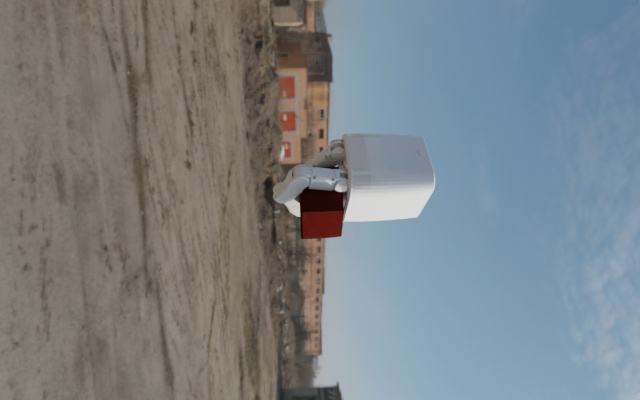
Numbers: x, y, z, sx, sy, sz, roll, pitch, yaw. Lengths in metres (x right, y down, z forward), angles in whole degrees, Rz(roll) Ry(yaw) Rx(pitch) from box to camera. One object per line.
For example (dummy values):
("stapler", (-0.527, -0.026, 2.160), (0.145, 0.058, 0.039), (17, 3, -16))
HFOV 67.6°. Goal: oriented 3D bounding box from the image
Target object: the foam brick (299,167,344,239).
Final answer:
("foam brick", (0.000, 0.002, 0.597), (0.051, 0.078, 0.053), (-1, -42, -4))
